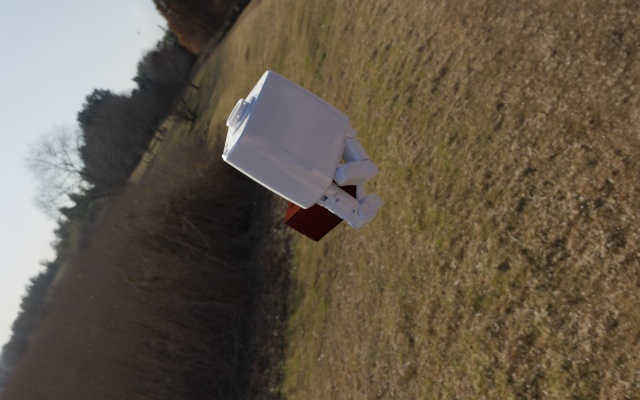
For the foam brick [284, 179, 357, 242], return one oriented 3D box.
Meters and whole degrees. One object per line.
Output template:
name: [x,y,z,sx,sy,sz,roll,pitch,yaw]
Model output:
foam brick: [0.000,0.002,0.574,0.051,0.053,0.078,29,-48,-22]
